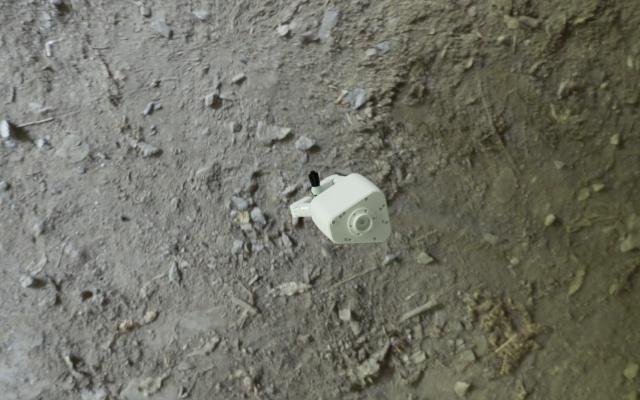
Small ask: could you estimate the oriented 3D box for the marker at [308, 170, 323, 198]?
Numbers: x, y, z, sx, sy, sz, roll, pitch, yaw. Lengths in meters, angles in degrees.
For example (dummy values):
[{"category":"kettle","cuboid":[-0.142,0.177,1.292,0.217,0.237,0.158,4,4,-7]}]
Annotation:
[{"category":"marker","cuboid":[0.000,0.003,0.866,0.020,0.121,0.020,-13,20,5]}]
